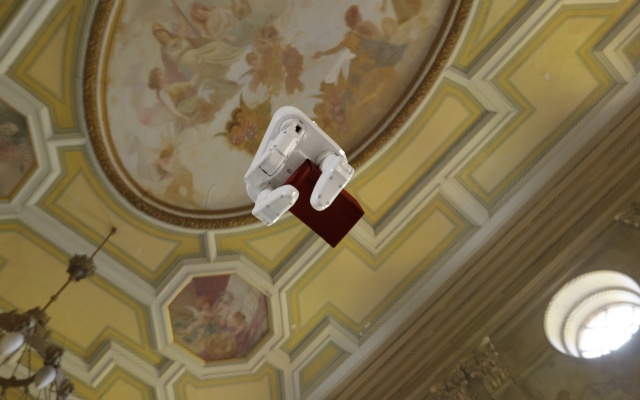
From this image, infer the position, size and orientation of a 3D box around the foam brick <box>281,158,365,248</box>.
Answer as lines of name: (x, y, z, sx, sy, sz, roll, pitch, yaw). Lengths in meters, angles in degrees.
foam brick: (0.000, 0.002, 0.517, 0.078, 0.053, 0.051, 41, 8, -16)
